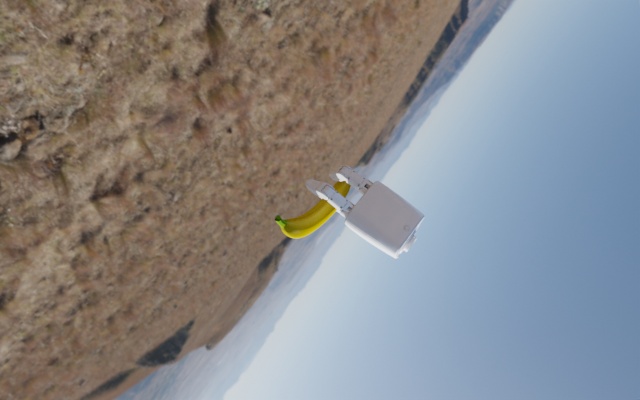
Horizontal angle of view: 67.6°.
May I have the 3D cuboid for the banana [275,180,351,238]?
[{"bbox_3d":[-0.005,0.018,0.871,0.037,0.070,0.197,35,47,25],"label":"banana"}]
